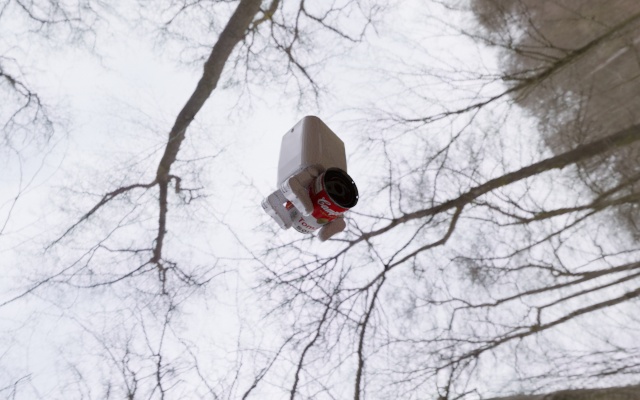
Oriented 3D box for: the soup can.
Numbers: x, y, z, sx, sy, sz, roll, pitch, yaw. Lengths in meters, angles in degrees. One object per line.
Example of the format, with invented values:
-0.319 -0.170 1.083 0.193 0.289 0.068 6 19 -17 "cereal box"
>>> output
0.000 0.003 0.731 0.068 0.068 0.102 0 -26 -43 "soup can"
